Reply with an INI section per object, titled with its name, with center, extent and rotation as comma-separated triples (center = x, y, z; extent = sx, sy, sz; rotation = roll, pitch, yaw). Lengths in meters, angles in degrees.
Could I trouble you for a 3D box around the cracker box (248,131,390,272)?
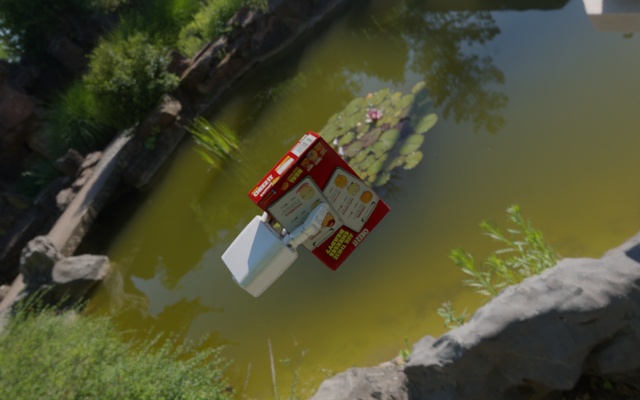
[cracker box]
center = 0.000, 0.003, 0.885
extent = 0.214, 0.164, 0.072
rotation = 44, -2, -28
